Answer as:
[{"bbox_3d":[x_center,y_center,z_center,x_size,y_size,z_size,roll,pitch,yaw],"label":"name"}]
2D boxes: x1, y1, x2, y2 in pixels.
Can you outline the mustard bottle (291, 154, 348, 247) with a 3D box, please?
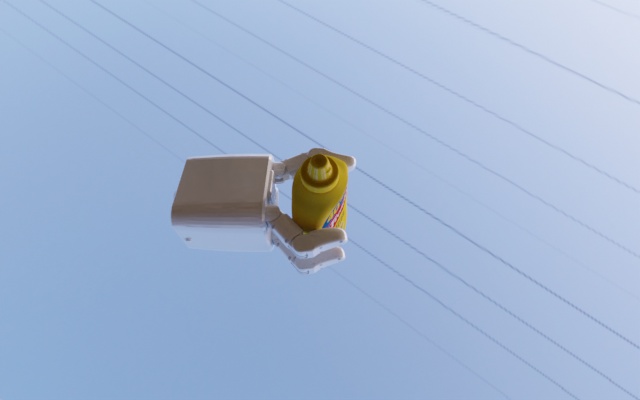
[{"bbox_3d":[0.000,0.002,0.561,0.058,0.096,0.192,22,-23,12],"label":"mustard bottle"}]
